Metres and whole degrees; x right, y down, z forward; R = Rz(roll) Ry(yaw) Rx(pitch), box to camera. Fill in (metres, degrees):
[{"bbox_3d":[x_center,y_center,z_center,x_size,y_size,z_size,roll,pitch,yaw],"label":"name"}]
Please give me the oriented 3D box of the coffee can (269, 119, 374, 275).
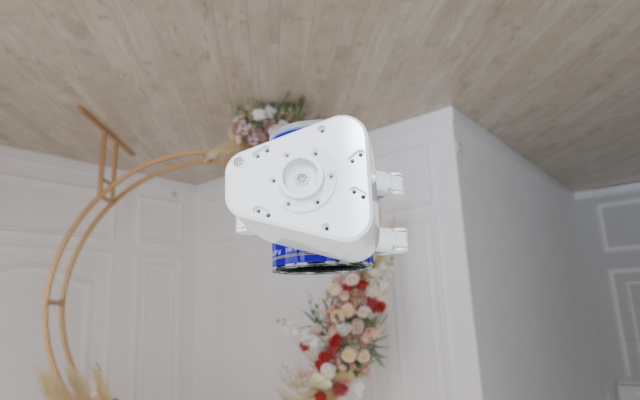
[{"bbox_3d":[0.000,0.001,0.490,0.103,0.140,0.103,-2,-13,-1],"label":"coffee can"}]
